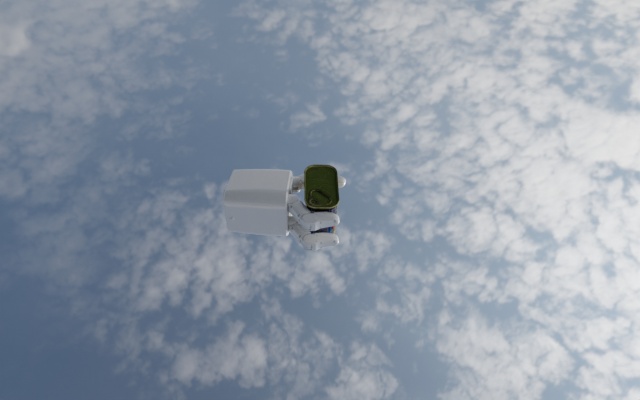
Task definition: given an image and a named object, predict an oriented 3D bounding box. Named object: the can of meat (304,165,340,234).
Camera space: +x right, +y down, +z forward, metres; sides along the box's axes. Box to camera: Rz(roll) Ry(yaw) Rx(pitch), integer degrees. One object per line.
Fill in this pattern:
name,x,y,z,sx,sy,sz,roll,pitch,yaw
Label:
can of meat,0.000,0.003,0.826,0.057,0.102,0.084,0,-43,-3
